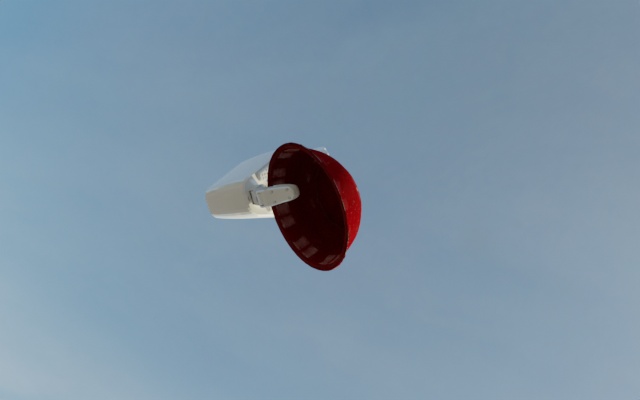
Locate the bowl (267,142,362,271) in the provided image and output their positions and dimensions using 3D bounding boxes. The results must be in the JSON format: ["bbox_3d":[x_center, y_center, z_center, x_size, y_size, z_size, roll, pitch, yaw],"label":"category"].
[{"bbox_3d":[0.001,0.002,0.586,0.055,0.162,0.162,-21,11,-32],"label":"bowl"}]
